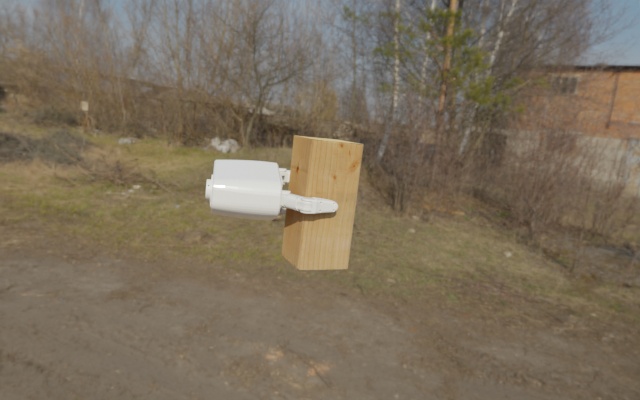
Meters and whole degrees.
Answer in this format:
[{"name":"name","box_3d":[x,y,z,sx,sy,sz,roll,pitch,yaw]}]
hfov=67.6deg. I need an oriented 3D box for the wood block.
[{"name":"wood block","box_3d":[0.000,0.002,0.788,0.090,0.206,0.091,3,10,-23]}]
